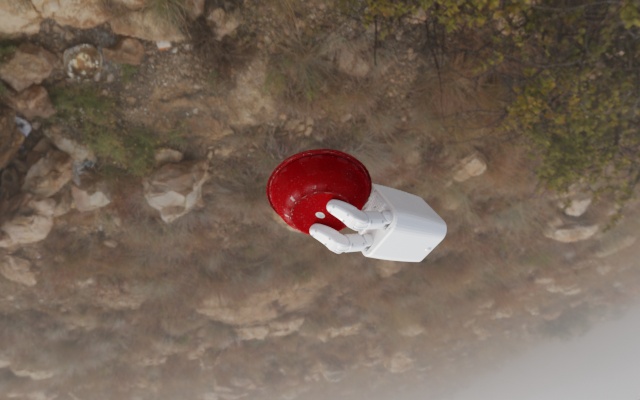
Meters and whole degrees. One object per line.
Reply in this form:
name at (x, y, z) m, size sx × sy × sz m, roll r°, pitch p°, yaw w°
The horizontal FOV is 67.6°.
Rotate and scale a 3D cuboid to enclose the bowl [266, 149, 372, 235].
bowl at (-0.001, 0.002, 0.711) m, size 0.162 × 0.162 × 0.055 m, roll 0°, pitch 44°, yaw -6°
